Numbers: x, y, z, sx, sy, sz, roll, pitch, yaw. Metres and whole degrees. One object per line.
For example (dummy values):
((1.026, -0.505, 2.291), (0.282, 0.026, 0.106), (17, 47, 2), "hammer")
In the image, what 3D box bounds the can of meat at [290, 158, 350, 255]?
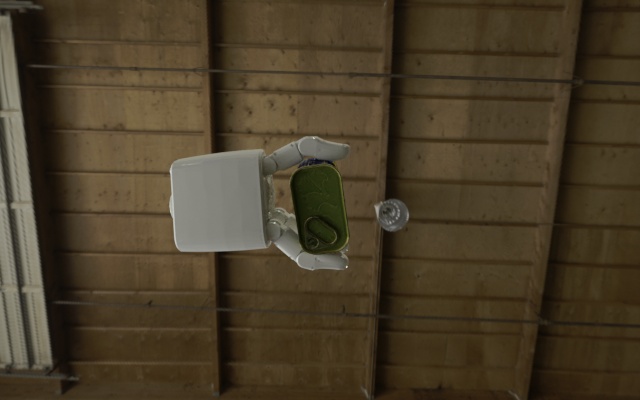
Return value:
((0.000, 0.002, 0.565), (0.057, 0.102, 0.084), (-8, 13, 3), "can of meat")
